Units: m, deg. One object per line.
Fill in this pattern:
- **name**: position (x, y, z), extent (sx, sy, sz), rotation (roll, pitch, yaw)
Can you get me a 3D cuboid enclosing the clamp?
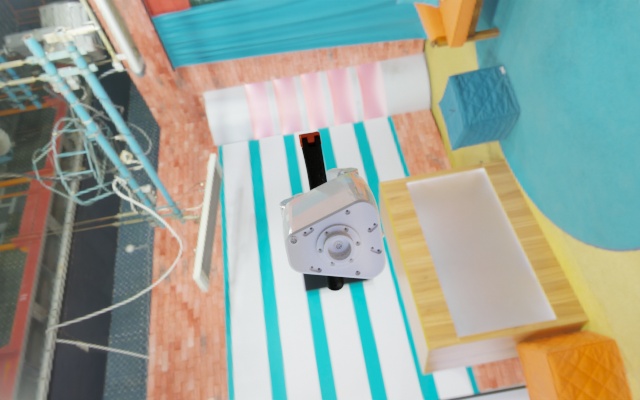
- **clamp**: position (-0.001, 0.002, 0.686), extent (0.036, 0.210, 0.164), rotation (-10, 17, -1)
